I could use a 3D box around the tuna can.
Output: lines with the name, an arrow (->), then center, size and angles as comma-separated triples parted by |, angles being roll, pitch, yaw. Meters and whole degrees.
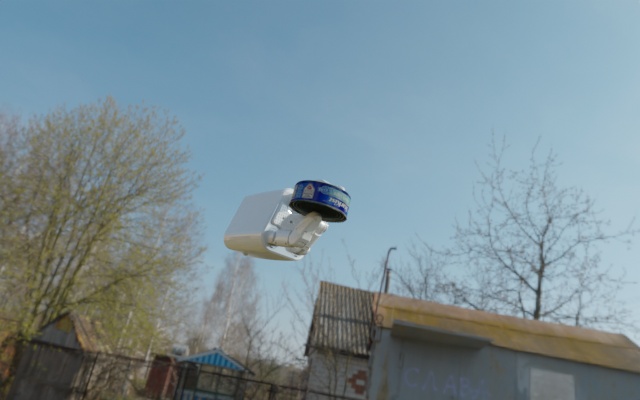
tuna can -> 0.000, 0.002, 0.690 | 0.086, 0.033, 0.086 | 14, -17, 4
